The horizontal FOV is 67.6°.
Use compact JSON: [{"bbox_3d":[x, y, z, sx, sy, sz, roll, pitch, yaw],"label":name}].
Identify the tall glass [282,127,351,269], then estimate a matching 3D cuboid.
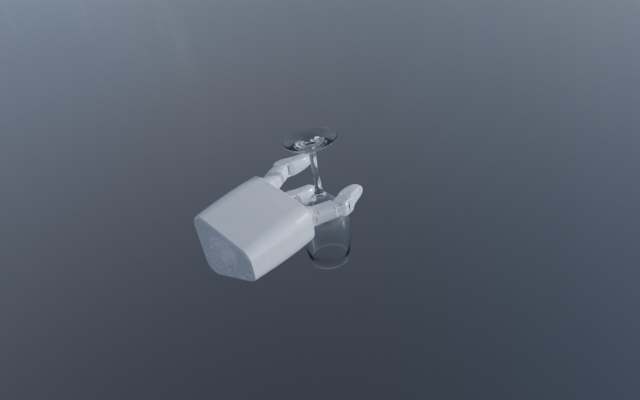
[{"bbox_3d":[0.000,0.002,0.684,0.079,0.201,0.079,-8,32,5],"label":"tall glass"}]
